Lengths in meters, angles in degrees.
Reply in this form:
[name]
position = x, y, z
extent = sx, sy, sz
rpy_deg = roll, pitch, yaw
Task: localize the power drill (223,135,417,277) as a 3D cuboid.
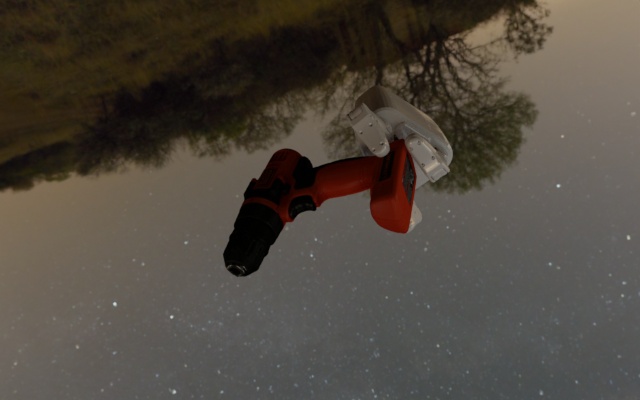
[power drill]
position = 0.001, 0.001, 0.505
extent = 0.187, 0.057, 0.184
rpy_deg = -5, 42, 24
